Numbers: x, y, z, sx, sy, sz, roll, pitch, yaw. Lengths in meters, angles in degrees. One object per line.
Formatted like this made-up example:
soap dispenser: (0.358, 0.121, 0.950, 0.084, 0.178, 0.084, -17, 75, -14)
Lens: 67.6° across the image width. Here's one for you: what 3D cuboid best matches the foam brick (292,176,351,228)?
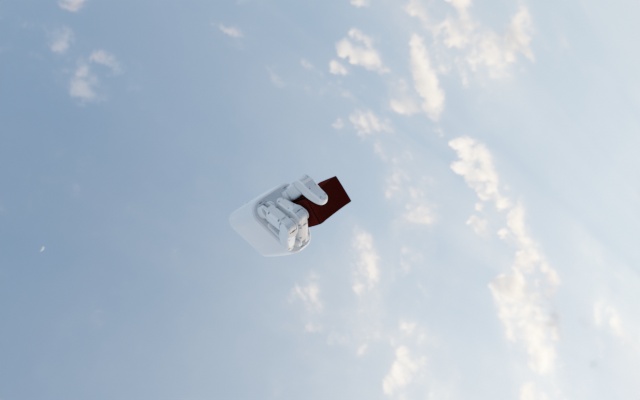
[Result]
foam brick: (0.000, 0.003, 0.793, 0.078, 0.053, 0.051, -35, 8, -35)
